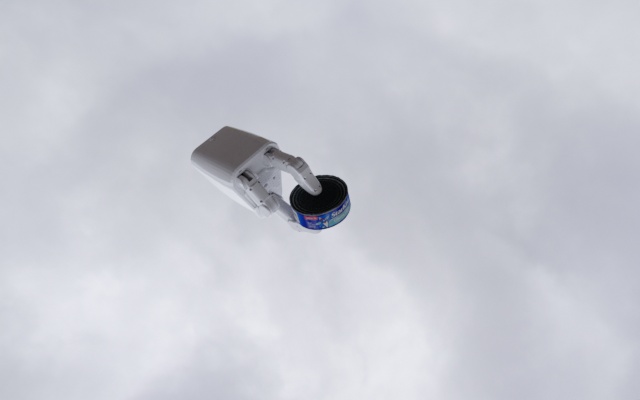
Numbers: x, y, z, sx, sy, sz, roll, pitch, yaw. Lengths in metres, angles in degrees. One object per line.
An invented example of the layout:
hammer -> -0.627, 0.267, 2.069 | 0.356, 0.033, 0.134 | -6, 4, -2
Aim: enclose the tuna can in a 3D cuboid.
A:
tuna can -> 0.000, 0.003, 0.688 | 0.086, 0.034, 0.086 | -9, 41, 8
